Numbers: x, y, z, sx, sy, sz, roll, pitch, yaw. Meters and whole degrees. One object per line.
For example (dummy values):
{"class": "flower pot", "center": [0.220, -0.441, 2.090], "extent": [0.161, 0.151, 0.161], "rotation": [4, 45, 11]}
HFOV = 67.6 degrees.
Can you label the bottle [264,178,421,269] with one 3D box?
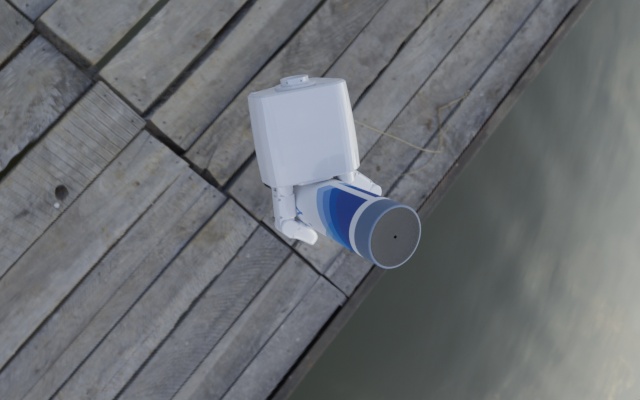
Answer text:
{"class": "bottle", "center": [0.000, 0.002, 0.593], "extent": [0.069, 0.069, 0.295], "rotation": [0, 13, -31]}
